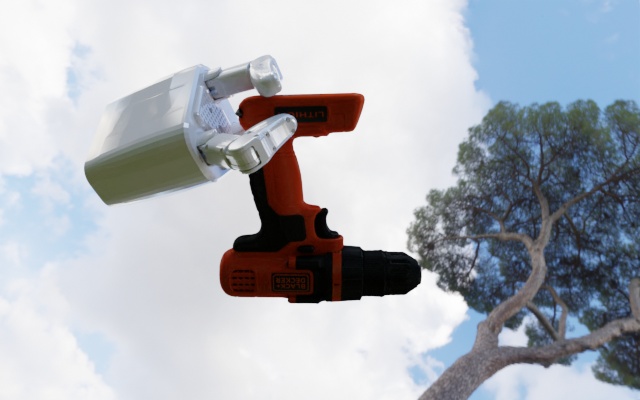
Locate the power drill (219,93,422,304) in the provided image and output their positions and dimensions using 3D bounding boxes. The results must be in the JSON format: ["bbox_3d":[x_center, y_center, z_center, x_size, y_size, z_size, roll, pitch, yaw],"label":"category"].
[{"bbox_3d":[0.000,0.001,0.420,0.184,0.188,0.057,0,13,-1],"label":"power drill"}]
